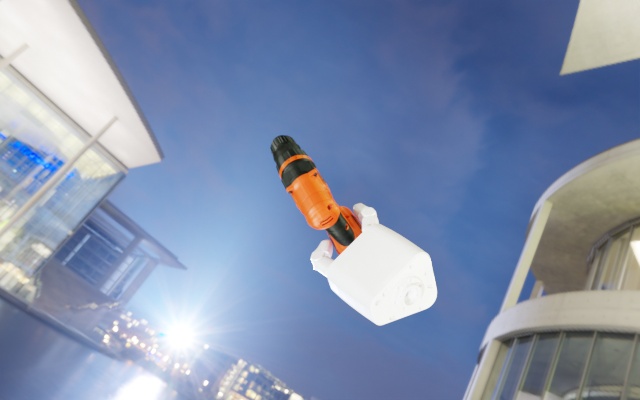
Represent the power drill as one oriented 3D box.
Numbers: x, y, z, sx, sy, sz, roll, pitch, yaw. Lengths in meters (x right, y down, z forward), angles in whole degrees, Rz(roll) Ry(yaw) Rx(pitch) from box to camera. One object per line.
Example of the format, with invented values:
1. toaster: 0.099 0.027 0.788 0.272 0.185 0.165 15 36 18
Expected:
1. power drill: 0.000 0.003 0.721 0.057 0.184 0.188 -34 -41 6
